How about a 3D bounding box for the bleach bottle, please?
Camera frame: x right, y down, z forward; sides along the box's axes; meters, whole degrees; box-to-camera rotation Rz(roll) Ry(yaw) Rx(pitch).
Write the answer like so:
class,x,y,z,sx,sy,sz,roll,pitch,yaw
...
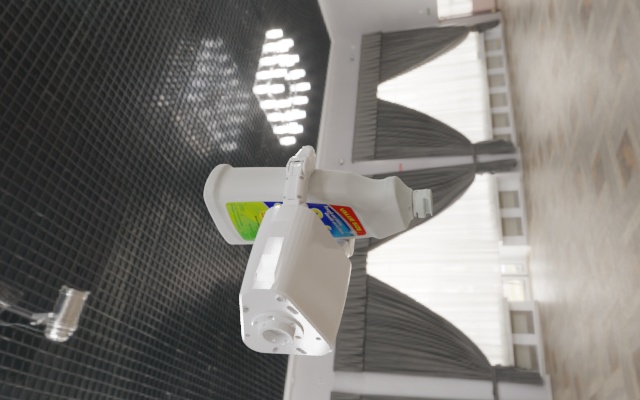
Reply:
class,x,y,z,sx,sy,sz,roll,pitch,yaw
bleach bottle,0.000,0.002,0.553,0.251,0.103,0.068,-3,42,16
